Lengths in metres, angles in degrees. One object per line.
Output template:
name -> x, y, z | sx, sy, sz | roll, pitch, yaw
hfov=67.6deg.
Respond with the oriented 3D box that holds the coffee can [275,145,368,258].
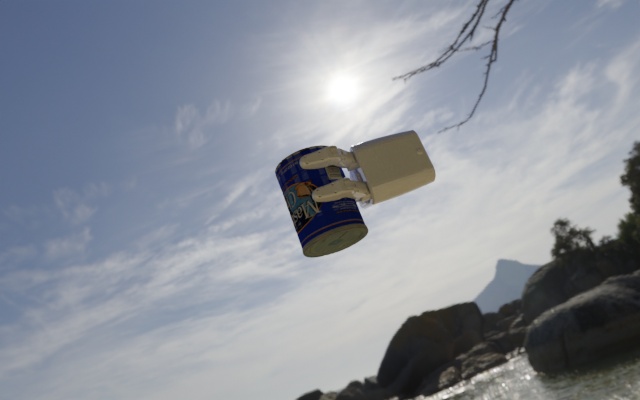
coffee can -> 0.000, 0.003, 0.728 | 0.103, 0.140, 0.103 | -18, -21, -7
